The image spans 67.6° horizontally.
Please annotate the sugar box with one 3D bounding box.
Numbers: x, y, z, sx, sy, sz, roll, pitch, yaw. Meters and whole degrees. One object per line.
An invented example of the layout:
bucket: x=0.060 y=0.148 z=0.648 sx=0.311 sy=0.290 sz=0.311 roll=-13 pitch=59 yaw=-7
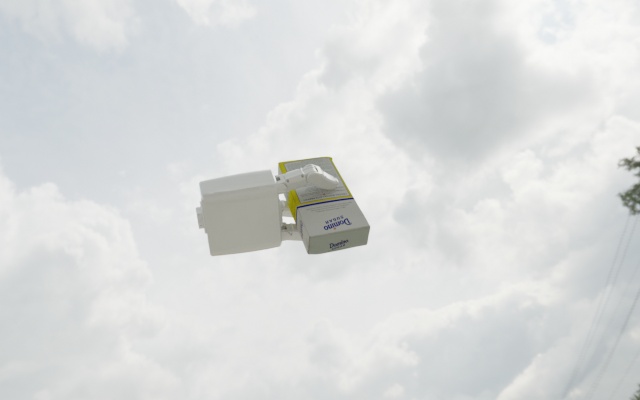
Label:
sugar box: x=0.000 y=0.003 z=0.728 sx=0.093 sy=0.048 sz=0.176 roll=-9 pitch=45 yaw=-15
